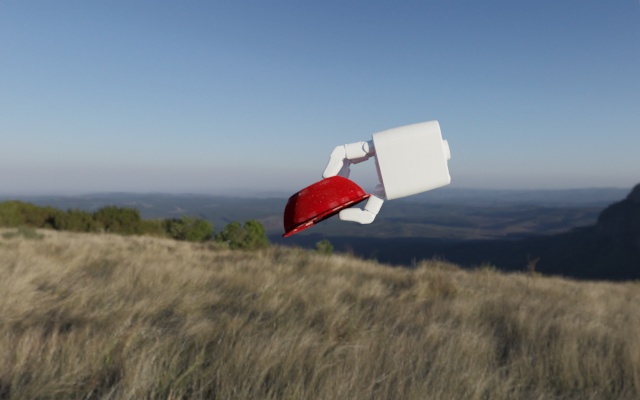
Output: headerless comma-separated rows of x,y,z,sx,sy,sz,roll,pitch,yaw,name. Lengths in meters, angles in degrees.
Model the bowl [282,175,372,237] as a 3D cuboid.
-0.001,0.003,0.783,0.162,0.055,0.162,-26,-5,-2,bowl
